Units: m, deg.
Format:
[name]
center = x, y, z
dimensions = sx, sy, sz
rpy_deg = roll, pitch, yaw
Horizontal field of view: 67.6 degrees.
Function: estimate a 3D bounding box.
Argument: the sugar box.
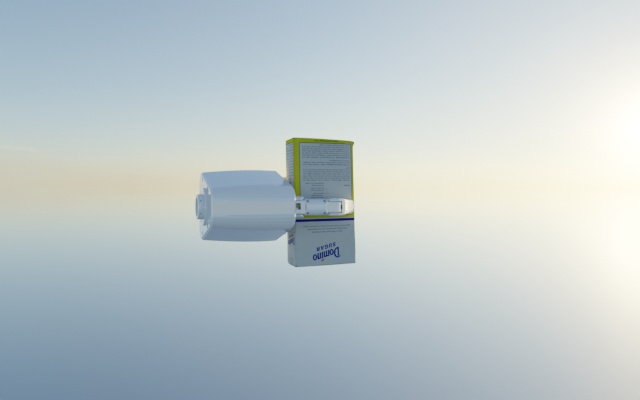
[sugar box]
center = 0.000, 0.002, 0.675
dimensions = 0.093, 0.176, 0.048
rpy_deg = 0, 2, -22
